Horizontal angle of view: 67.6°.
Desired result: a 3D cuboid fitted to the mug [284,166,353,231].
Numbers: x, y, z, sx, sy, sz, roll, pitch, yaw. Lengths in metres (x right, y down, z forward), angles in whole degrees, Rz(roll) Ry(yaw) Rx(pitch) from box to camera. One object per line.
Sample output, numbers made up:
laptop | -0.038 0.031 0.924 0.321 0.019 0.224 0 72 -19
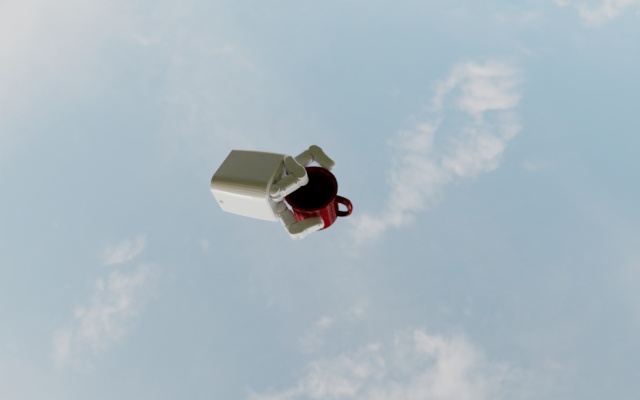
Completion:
mug | 0.002 0.003 0.830 0.117 0.093 0.082 10 -30 15
